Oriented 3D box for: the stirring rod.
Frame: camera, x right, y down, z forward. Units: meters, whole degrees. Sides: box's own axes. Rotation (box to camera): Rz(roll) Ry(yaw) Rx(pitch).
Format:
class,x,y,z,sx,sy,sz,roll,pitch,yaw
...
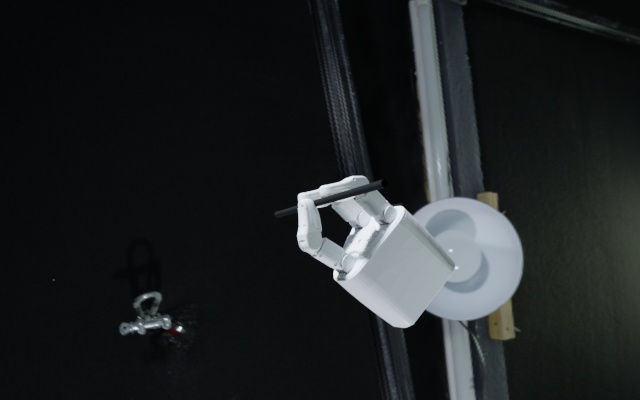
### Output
class,x,y,z,sx,sy,sz,roll,pitch,yaw
stirring rod,0.000,0.002,0.536,0.011,0.011,0.239,0,-8,-29
